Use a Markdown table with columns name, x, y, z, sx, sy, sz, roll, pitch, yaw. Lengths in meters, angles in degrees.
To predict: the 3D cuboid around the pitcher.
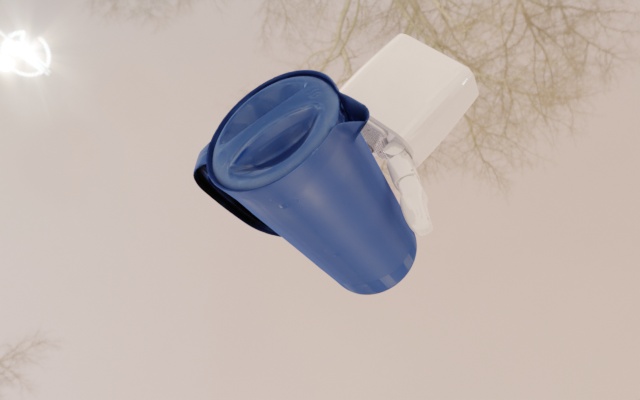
| name | x | y | z | sx | sy | sz | roll | pitch | yaw |
| --- | --- | --- | --- | --- | --- | --- | --- | --- | --- |
| pitcher | 0.000 | 0.001 | 0.487 | 0.149 | 0.145 | 0.243 | 36 | -10 | 45 |
